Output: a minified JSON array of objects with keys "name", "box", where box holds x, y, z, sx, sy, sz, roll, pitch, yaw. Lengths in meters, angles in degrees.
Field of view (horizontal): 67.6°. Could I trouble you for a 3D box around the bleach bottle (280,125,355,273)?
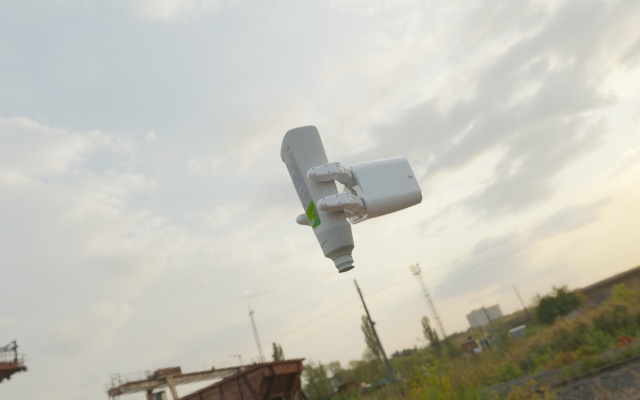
[{"name":"bleach bottle","box":[0.000,0.003,0.798,0.068,0.250,0.103,-13,-23,-15]}]
